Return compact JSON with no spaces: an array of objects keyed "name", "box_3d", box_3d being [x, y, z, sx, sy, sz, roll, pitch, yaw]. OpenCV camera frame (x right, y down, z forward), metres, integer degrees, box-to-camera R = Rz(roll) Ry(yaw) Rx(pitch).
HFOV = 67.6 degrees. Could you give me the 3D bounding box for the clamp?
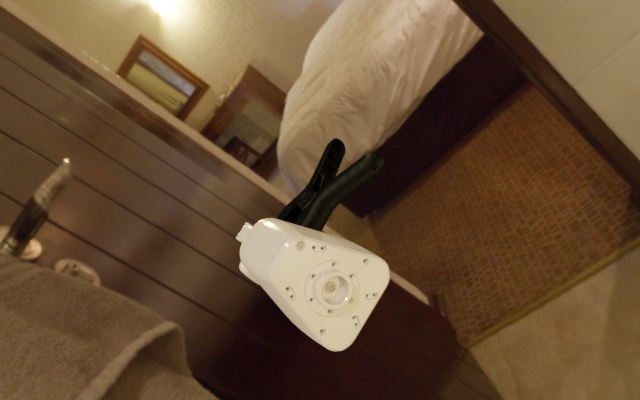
[{"name":"clamp","box_3d":[-0.001,0.002,0.535,0.039,0.171,0.120,36,-9,-20]}]
